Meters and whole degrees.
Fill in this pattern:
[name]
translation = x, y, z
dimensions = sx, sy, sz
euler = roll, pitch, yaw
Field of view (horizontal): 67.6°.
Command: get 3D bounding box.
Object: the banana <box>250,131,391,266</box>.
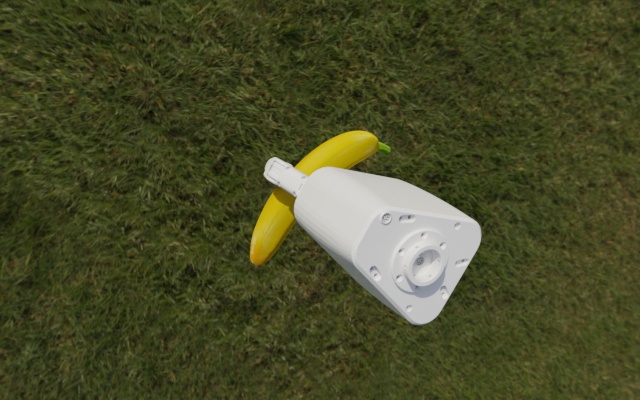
[banana]
translation = -0.006, -0.013, 0.495
dimensions = 0.198, 0.070, 0.037
euler = -40, 35, -9
